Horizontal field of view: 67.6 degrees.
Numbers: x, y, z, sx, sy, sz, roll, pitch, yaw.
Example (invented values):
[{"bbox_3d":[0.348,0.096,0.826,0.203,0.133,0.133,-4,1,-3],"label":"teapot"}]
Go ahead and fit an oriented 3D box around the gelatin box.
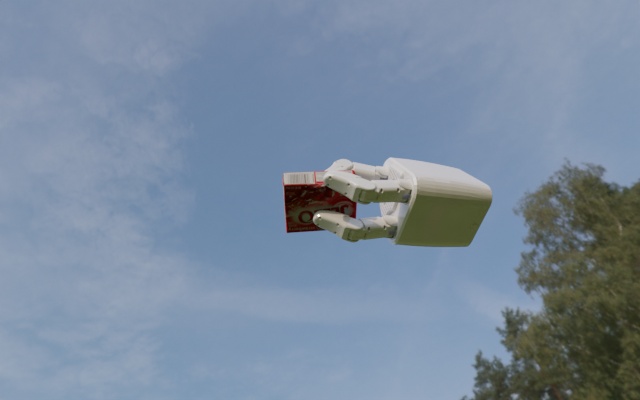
[{"bbox_3d":[0.000,0.002,0.584,0.089,0.073,0.030,-3,36,-3],"label":"gelatin box"}]
